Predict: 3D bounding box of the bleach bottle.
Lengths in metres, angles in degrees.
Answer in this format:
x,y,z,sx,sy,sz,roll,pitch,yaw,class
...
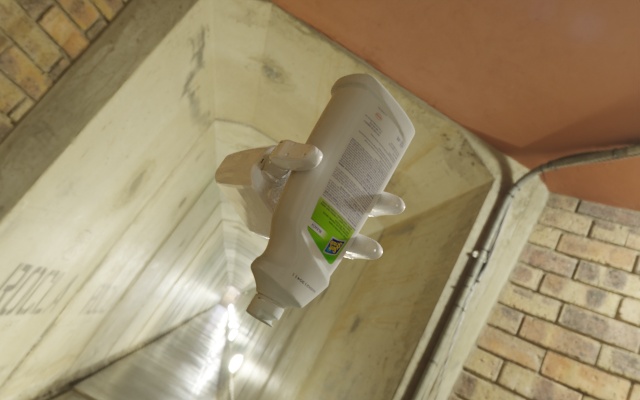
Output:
x,y,z,sx,sy,sz,roll,pitch,yaw,class
0.000,0.002,0.469,0.103,0.250,0.068,42,-22,-30,bleach bottle
